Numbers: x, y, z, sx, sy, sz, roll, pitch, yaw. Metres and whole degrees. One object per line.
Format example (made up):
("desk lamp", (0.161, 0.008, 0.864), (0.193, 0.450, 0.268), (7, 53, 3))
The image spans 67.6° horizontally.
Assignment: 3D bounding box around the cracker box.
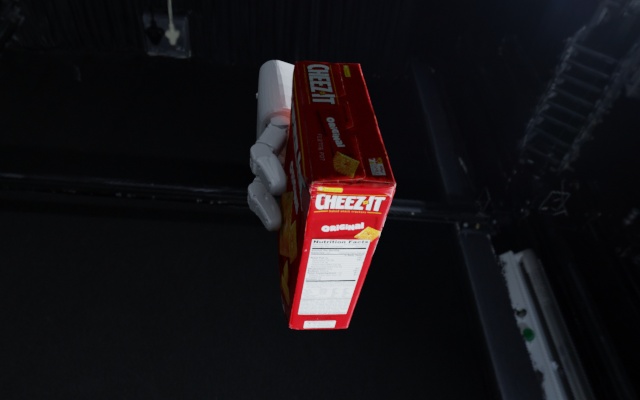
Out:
("cracker box", (0.000, 0.002, 0.465), (0.072, 0.164, 0.214), (0, -43, -10))
